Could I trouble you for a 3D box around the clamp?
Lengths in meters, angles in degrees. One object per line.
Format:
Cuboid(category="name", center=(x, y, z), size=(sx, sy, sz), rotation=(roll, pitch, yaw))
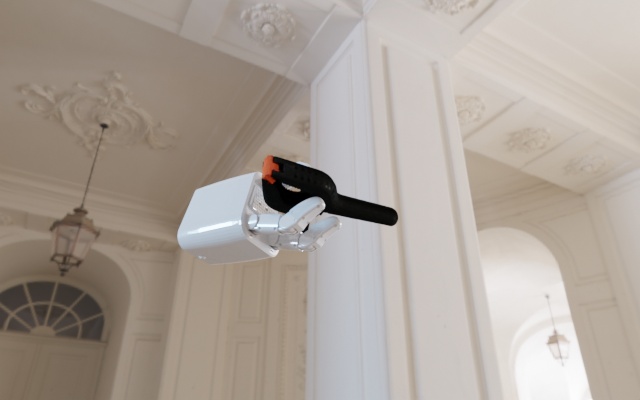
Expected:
Cuboid(category="clamp", center=(0.000, 0.001, 0.622), size=(0.164, 0.036, 0.210), rotation=(-12, -31, 20))
